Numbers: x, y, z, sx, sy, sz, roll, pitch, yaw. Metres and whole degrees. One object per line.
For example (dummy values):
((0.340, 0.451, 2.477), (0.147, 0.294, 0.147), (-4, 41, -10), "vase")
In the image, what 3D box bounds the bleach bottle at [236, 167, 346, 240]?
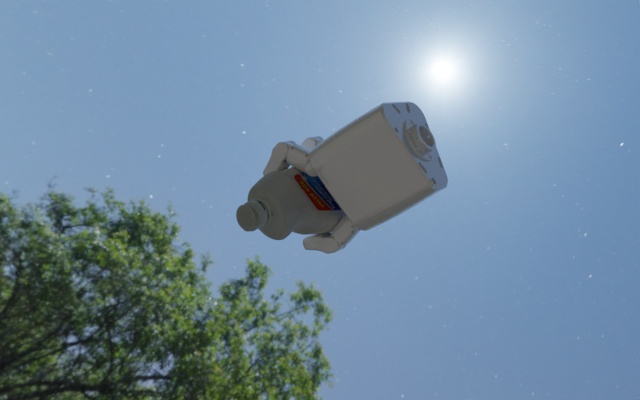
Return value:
((0.000, 0.002, 0.592), (0.068, 0.102, 0.251), (-31, -8, 38), "bleach bottle")
